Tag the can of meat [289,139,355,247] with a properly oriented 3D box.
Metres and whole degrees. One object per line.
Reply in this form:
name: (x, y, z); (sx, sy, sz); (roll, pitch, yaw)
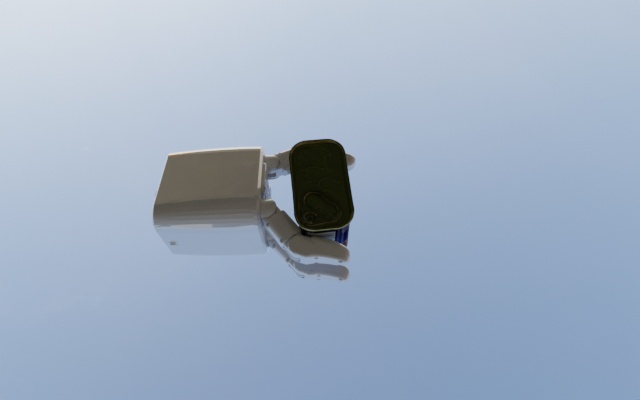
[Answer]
can of meat: (0.000, 0.002, 0.500); (0.057, 0.102, 0.084); (-6, -28, -3)
